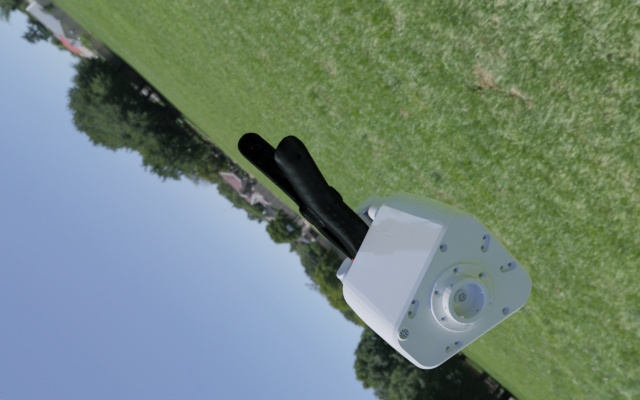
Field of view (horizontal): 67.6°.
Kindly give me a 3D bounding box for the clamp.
[{"bbox_3d":[0.000,0.002,0.423,0.171,0.039,0.120,43,-5,-16],"label":"clamp"}]
